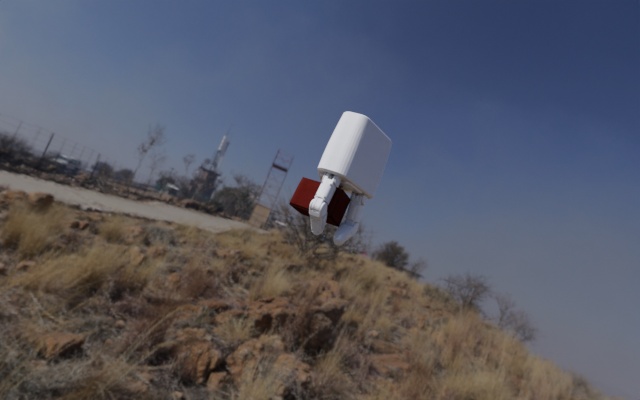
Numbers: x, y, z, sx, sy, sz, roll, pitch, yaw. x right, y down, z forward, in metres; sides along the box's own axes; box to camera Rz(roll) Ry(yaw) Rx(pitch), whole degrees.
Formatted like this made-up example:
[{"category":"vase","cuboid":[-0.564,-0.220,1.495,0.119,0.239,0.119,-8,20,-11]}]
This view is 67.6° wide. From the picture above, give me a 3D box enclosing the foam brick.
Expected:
[{"category":"foam brick","cuboid":[0.000,0.003,0.783,0.078,0.051,0.053,18,-12,23]}]
